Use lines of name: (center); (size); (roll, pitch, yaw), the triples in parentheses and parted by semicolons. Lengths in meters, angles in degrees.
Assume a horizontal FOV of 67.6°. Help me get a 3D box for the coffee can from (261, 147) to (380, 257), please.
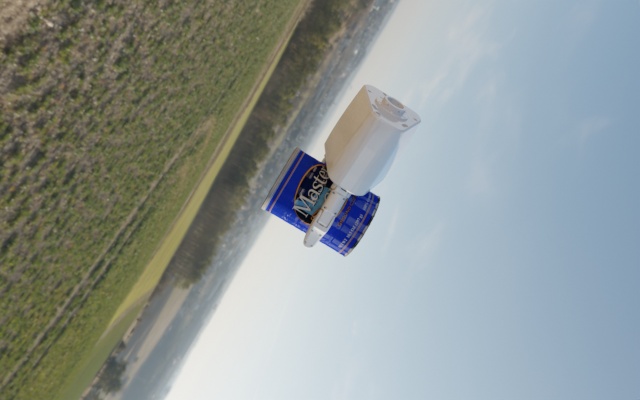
coffee can: (0.000, 0.002, 0.690); (0.140, 0.103, 0.103); (31, -3, -4)
